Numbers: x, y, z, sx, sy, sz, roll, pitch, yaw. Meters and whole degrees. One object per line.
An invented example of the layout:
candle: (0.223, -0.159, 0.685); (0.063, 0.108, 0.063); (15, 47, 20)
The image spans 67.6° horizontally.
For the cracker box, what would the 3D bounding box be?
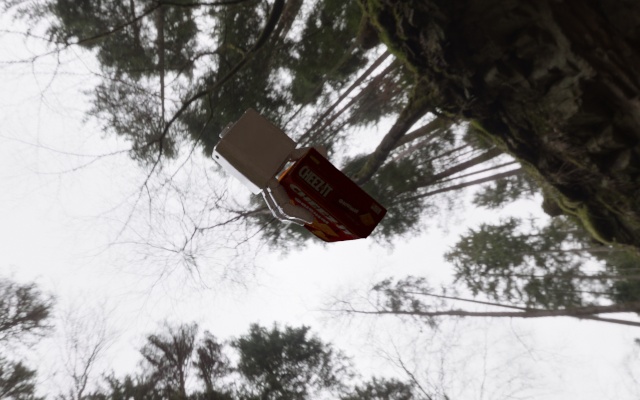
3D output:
cracker box: (0.000, 0.003, 0.857); (0.164, 0.072, 0.214); (39, -15, -9)
